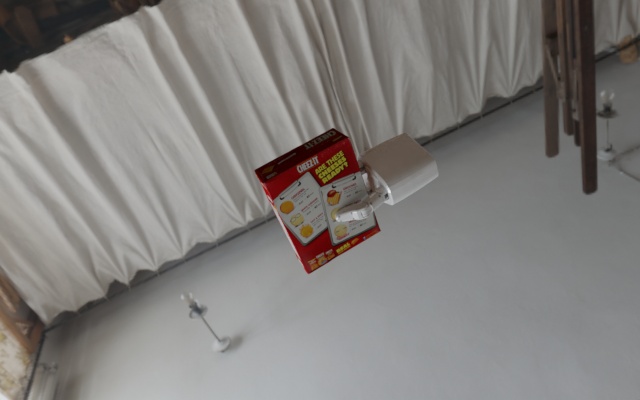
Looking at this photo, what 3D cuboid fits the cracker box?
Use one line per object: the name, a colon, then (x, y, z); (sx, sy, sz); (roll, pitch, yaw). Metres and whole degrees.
cracker box: (0.000, 0.003, 0.857); (0.164, 0.214, 0.072); (-30, 33, -11)
